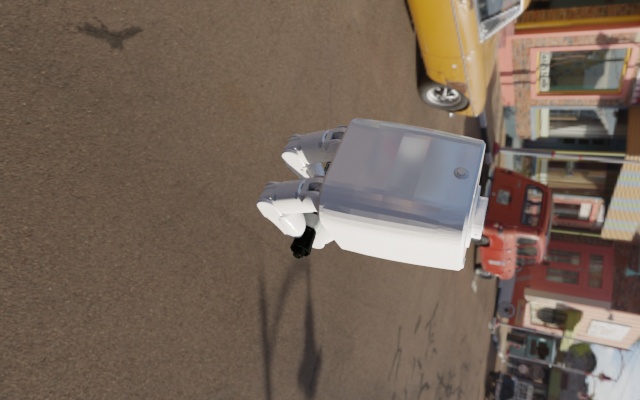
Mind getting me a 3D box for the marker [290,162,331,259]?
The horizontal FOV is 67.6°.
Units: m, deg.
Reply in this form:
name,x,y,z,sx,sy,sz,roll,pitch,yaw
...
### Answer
name,x,y,z,sx,sy,sz,roll,pitch,yaw
marker,0.000,0.001,0.450,0.020,0.121,0.020,17,-31,11
